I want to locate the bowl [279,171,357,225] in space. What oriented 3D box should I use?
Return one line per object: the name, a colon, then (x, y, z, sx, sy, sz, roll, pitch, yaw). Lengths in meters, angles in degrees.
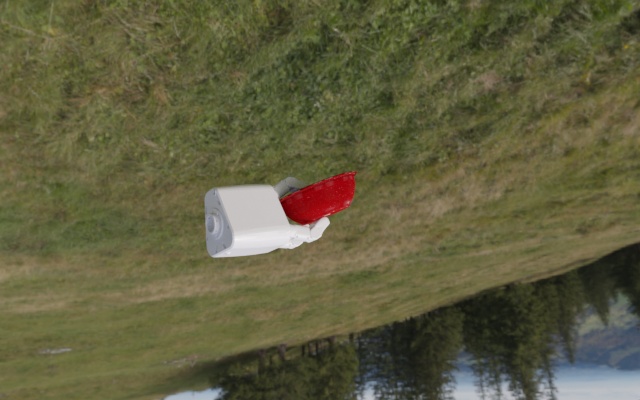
bowl: (0.001, 0.003, 0.861, 0.162, 0.055, 0.162, -22, -4, -2)
